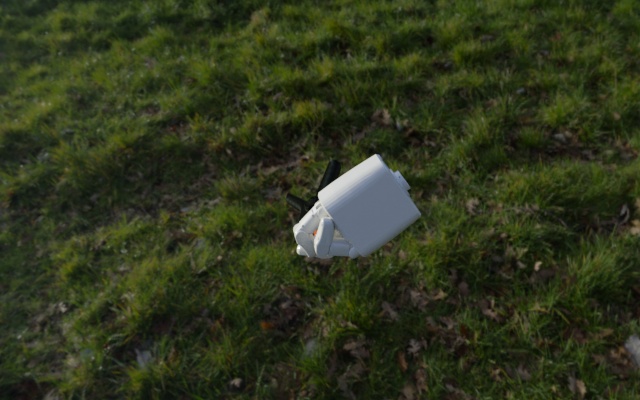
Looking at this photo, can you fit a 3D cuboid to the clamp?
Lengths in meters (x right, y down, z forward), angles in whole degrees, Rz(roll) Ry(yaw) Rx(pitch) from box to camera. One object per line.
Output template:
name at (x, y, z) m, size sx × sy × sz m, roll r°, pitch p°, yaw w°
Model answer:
clamp at (0.000, 0.002, 0.795) m, size 0.039 × 0.120 × 0.171 m, roll 34°, pitch 19°, yaw -32°
